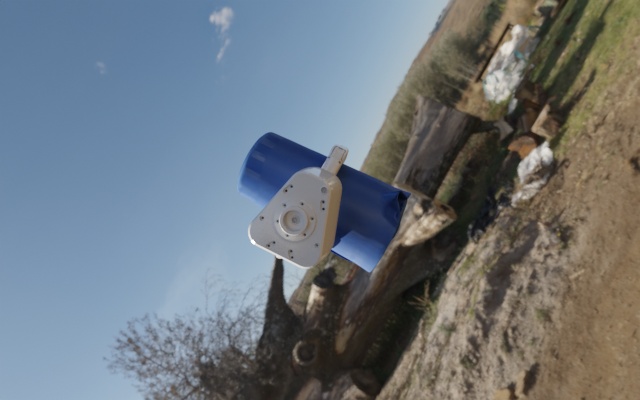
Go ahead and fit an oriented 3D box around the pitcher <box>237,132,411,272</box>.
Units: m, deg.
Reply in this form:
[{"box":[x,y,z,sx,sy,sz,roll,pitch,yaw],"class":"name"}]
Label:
[{"box":[0.000,0.002,0.728,0.243,0.149,0.145,28,8,4],"class":"pitcher"}]
